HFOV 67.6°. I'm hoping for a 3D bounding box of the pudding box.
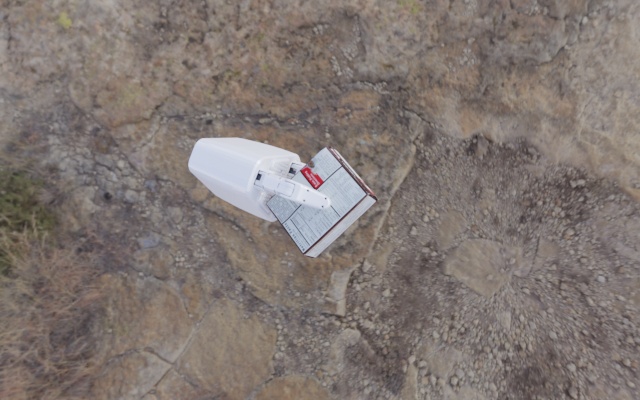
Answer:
[{"bbox_3d":[0.000,0.002,0.591,0.113,0.090,0.039,-44,-24,12],"label":"pudding box"}]
